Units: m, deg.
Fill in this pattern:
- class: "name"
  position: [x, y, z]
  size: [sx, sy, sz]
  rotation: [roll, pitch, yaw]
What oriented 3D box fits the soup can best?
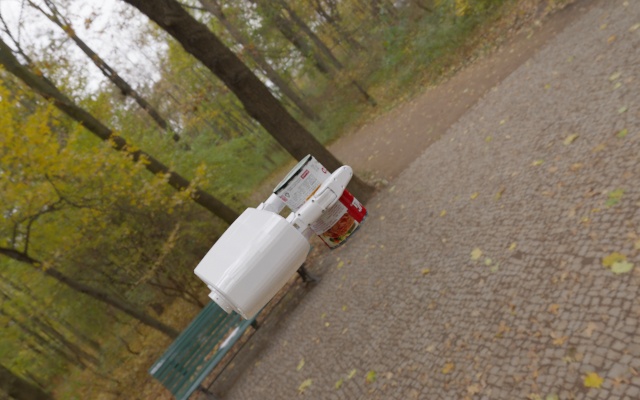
- class: "soup can"
  position: [0.000, 0.001, 0.590]
  size: [0.102, 0.068, 0.068]
  rotation: [44, -9, -9]
